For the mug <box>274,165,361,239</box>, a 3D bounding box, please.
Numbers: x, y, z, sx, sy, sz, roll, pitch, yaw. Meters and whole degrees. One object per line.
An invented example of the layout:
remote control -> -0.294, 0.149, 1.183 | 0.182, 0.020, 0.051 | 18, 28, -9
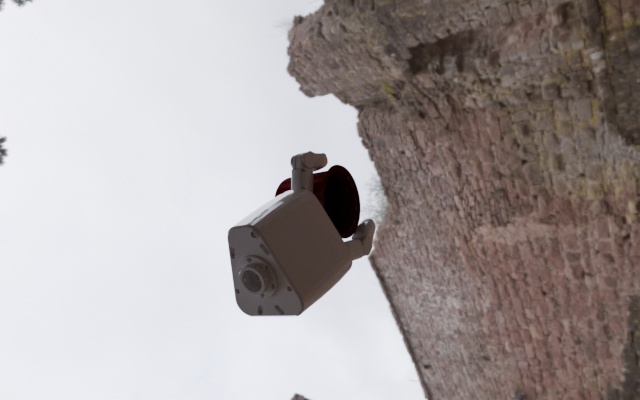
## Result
mug -> 0.001, 0.002, 0.627 | 0.081, 0.093, 0.117 | -8, 14, 33
